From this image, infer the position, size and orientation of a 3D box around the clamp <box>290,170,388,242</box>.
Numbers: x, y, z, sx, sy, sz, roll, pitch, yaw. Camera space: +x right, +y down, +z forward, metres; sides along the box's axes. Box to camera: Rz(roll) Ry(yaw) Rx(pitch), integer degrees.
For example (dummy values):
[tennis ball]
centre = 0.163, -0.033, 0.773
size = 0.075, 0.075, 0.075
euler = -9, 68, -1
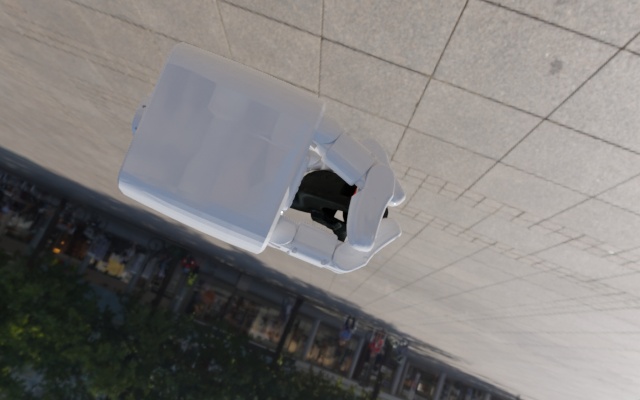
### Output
[clamp]
centre = 0.000, 0.002, 0.423
size = 0.120, 0.039, 0.171
euler = 23, -15, -7
